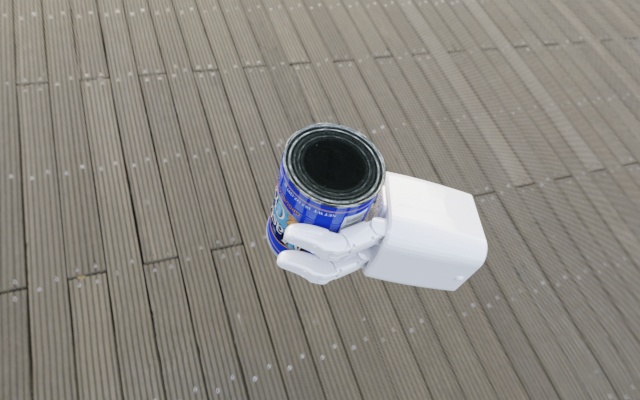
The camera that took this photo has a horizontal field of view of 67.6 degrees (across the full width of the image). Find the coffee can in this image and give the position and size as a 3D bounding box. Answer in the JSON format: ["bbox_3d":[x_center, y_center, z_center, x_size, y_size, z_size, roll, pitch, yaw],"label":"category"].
[{"bbox_3d":[0.000,0.002,0.515,0.103,0.102,0.140,0,-33,-14],"label":"coffee can"}]
